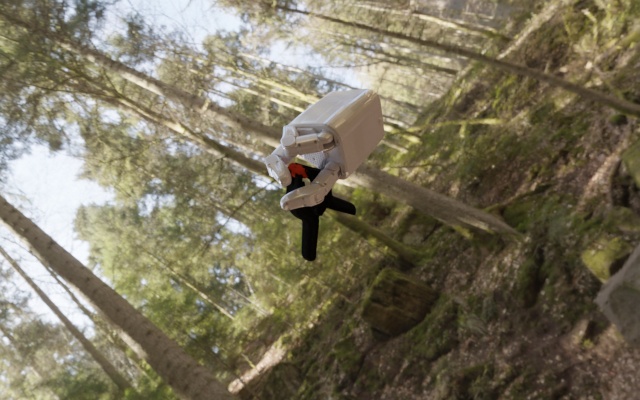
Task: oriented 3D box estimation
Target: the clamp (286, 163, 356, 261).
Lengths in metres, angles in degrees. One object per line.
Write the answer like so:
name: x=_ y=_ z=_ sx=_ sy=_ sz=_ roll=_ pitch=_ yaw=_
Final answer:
clamp: x=0.000 y=0.002 z=0.727 sx=0.039 sy=0.172 sz=0.120 roll=23 pitch=54 yaw=34
